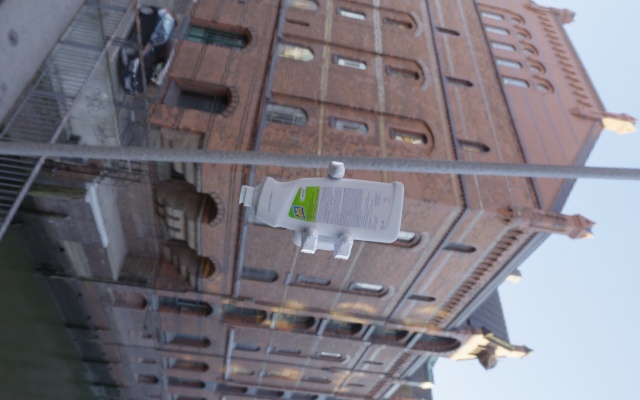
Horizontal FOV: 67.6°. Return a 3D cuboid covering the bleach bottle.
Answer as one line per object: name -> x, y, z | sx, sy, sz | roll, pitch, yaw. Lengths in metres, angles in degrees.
bleach bottle -> 0.000, 0.003, 0.756 | 0.251, 0.102, 0.068 | 9, -12, -7
